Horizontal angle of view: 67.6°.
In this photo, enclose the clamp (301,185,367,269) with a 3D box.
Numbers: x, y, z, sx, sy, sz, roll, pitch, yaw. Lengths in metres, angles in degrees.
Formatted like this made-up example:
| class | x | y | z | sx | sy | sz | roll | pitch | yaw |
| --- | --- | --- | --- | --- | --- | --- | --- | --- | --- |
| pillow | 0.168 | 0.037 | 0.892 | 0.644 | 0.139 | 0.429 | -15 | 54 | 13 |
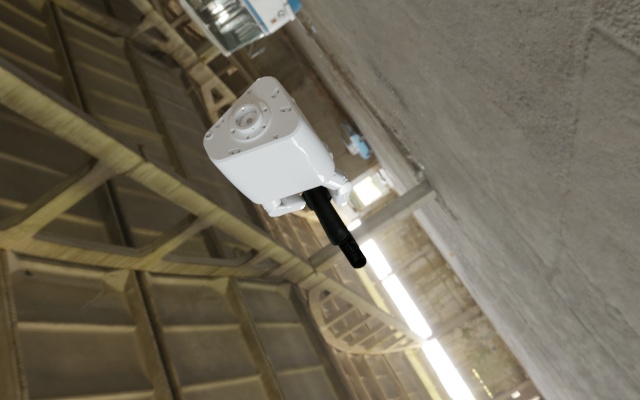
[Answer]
| class | x | y | z | sx | sy | sz | roll | pitch | yaw |
| --- | --- | --- | --- | --- | --- | --- | --- | --- | --- |
| clamp | -0.001 | 0.002 | 0.674 | 0.036 | 0.210 | 0.165 | -32 | -30 | 1 |
